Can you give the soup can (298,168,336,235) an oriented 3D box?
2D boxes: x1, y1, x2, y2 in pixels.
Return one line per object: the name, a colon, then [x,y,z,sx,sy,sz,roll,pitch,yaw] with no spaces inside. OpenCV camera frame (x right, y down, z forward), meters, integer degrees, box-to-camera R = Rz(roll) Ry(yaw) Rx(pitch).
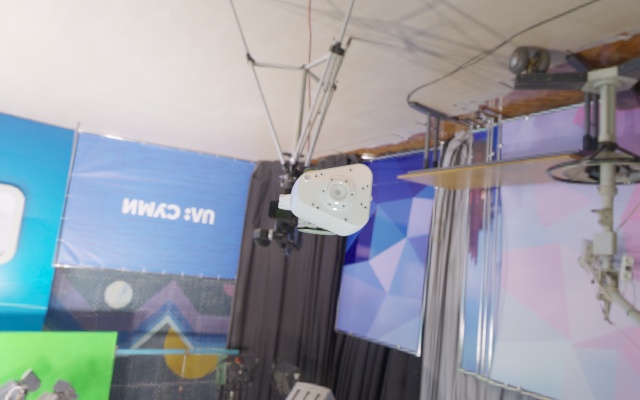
soup can: [0.000,0.003,0.797,0.068,0.102,0.068,6,-9,1]
